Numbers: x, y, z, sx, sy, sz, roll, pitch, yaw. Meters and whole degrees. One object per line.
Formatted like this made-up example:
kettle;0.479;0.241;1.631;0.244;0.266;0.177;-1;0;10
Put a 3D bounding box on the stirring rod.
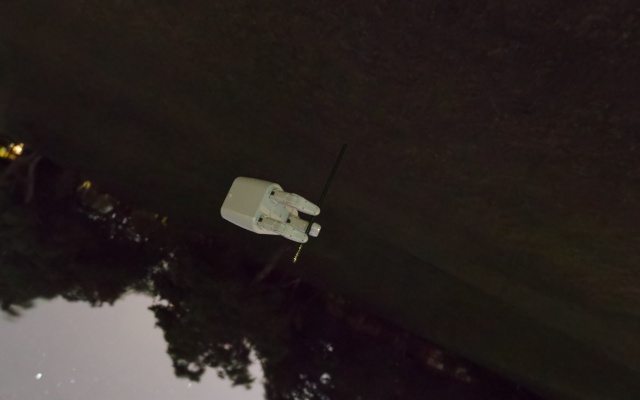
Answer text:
stirring rod;0.000;0.003;0.876;0.011;0.239;0.011;23;-10;4
